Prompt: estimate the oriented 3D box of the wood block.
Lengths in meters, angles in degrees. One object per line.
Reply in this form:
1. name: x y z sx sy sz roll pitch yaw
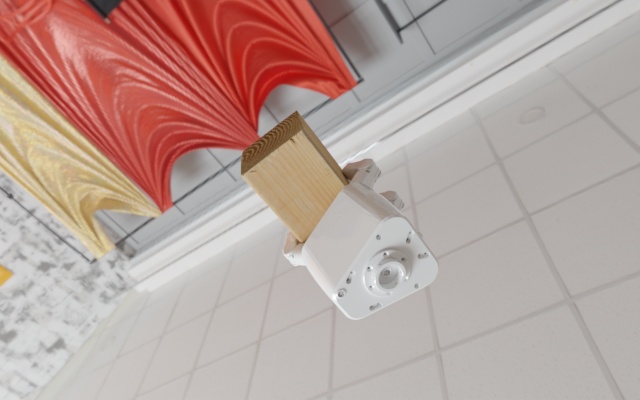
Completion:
1. wood block: 0.000 0.002 0.605 0.091 0.206 0.090 -36 24 8
